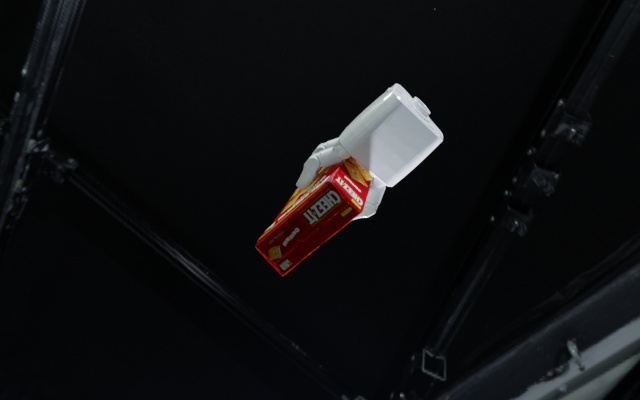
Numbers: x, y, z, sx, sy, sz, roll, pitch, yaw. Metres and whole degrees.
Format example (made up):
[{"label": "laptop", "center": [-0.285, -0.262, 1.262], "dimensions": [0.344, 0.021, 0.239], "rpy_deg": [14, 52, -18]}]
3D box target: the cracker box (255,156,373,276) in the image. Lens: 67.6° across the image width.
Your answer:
[{"label": "cracker box", "center": [0.000, 0.003, 0.762], "dimensions": [0.164, 0.072, 0.213], "rpy_deg": [-41, 7, 24]}]
